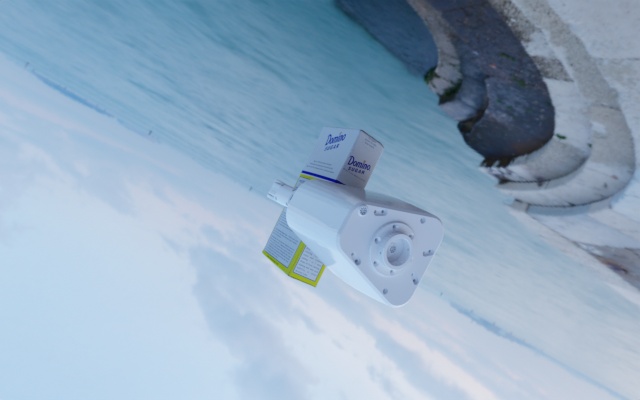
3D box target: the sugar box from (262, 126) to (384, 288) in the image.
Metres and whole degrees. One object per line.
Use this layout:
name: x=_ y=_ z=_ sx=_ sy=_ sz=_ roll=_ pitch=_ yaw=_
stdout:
sugar box: x=0.001 y=0.002 z=0.554 sx=0.048 sy=0.176 sz=0.093 roll=31 pitch=-3 yaw=-28
